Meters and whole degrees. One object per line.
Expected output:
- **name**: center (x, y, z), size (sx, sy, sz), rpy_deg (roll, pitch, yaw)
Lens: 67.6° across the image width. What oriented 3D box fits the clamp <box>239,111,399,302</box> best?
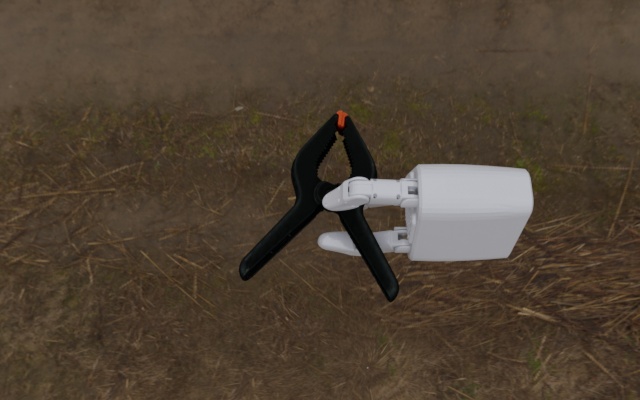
- **clamp**: center (0.000, 0.001, 0.516), size (0.164, 0.210, 0.036), rpy_deg (1, -19, 1)
